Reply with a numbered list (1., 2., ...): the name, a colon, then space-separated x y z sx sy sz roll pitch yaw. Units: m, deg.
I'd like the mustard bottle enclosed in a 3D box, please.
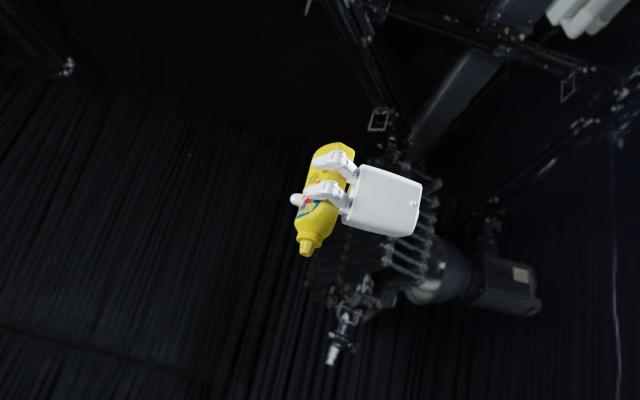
1. mustard bottle: 0.000 0.002 0.794 0.058 0.191 0.096 27 -27 -24
